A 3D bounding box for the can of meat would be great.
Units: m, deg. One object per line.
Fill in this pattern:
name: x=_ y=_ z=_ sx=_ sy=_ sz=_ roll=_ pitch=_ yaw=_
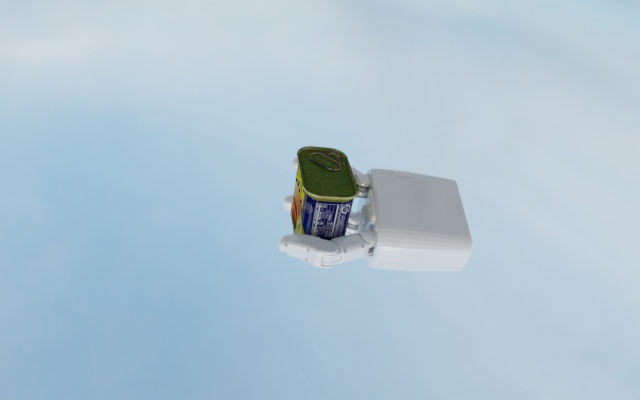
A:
can of meat: x=0.000 y=0.002 z=0.523 sx=0.057 sy=0.084 sz=0.102 roll=3 pitch=34 yaw=-11
